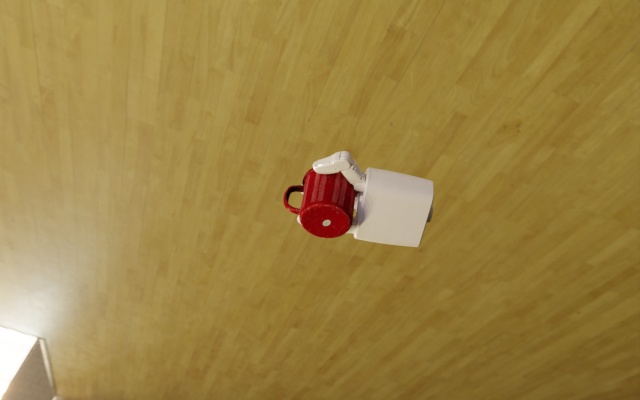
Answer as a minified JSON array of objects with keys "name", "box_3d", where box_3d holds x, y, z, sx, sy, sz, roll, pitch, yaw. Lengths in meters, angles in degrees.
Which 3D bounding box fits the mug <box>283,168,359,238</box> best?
[{"name":"mug","box_3d":[-0.001,0.002,0.743,0.117,0.081,0.093,9,-43,1]}]
